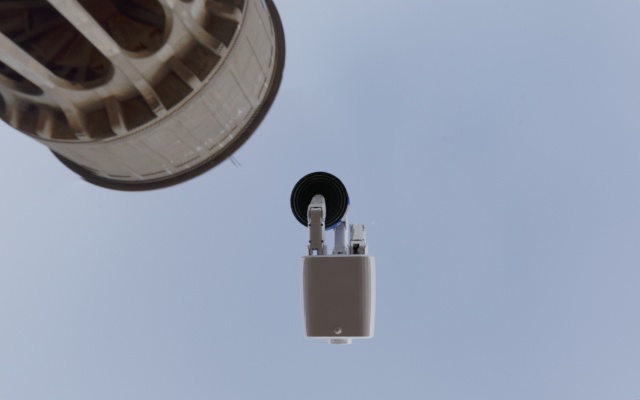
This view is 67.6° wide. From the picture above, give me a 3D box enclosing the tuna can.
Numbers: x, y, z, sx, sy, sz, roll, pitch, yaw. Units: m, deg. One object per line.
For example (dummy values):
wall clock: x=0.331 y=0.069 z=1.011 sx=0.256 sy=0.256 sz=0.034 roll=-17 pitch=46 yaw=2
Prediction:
tuna can: x=0.000 y=0.002 z=0.706 sx=0.086 sy=0.086 sz=0.034 roll=0 pitch=-9 yaw=8
